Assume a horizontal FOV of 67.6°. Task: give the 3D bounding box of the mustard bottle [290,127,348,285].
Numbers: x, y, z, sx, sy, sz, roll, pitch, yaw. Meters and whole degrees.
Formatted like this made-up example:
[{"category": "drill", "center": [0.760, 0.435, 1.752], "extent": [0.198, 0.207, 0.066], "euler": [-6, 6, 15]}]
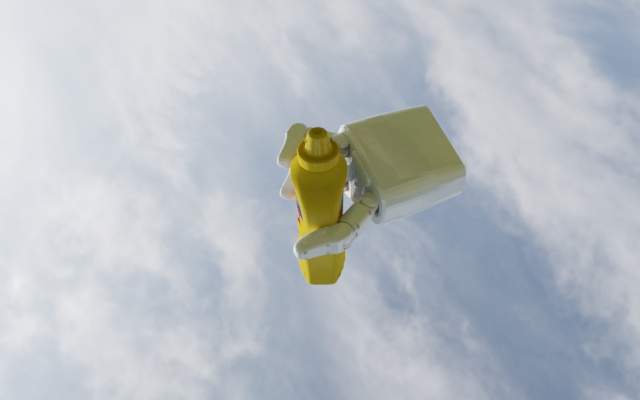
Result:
[{"category": "mustard bottle", "center": [0.000, 0.002, 0.512], "extent": [0.058, 0.096, 0.192], "euler": [0, -43, 1]}]
